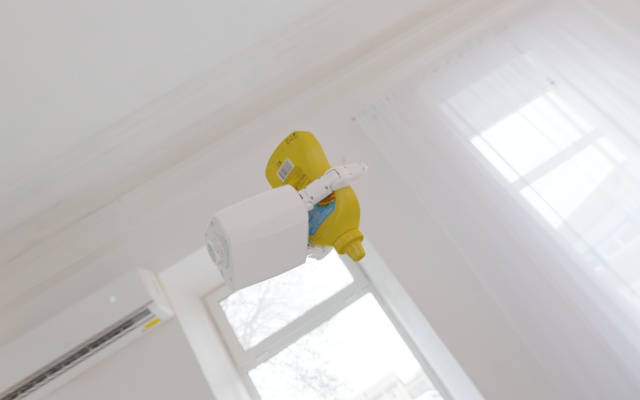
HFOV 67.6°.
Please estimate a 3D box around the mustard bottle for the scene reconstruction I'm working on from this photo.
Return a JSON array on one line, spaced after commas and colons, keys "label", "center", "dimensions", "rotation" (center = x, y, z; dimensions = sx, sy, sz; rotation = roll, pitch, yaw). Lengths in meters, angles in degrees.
[{"label": "mustard bottle", "center": [0.000, 0.002, 0.646], "dimensions": [0.058, 0.191, 0.096], "rotation": [-4, -39, -48]}]
